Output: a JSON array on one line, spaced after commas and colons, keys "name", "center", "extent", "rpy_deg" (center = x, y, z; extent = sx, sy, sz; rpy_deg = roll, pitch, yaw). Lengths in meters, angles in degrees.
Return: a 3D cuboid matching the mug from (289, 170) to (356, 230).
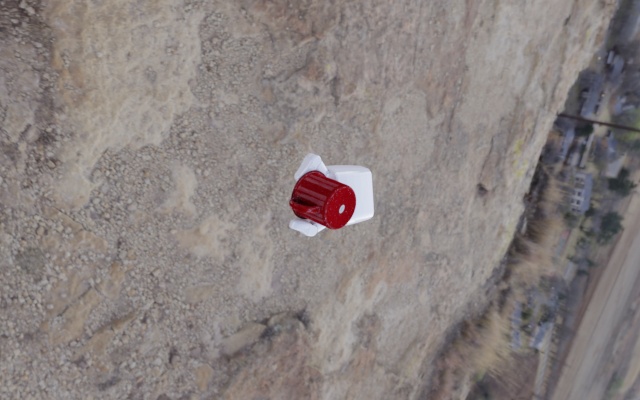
[{"name": "mug", "center": [-0.001, 0.003, 0.830], "extent": [0.117, 0.093, 0.081], "rpy_deg": [-8, 23, -44]}]
